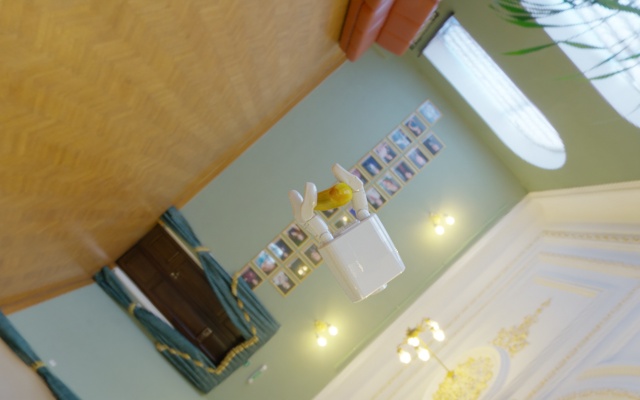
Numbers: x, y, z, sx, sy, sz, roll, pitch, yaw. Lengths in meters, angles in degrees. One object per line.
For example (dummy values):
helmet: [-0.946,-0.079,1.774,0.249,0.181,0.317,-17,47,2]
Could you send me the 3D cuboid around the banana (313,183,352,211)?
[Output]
banana: [0.015,-0.003,0.805,0.069,0.037,0.198,-19,0,-23]
